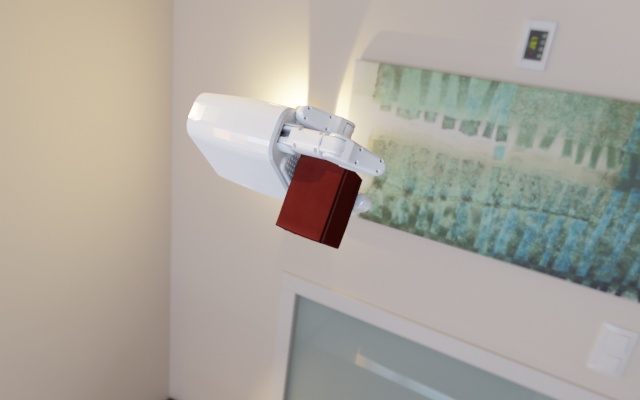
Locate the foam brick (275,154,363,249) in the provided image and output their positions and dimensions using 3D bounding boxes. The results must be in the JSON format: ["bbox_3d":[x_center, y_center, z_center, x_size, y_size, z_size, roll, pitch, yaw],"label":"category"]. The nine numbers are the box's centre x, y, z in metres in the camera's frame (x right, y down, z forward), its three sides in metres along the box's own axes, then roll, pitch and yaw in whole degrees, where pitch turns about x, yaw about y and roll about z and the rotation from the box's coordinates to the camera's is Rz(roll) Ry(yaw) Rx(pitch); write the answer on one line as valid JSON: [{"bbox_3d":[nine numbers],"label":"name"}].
[{"bbox_3d":[0.000,0.002,0.464,0.051,0.078,0.053,17,-8,23],"label":"foam brick"}]
